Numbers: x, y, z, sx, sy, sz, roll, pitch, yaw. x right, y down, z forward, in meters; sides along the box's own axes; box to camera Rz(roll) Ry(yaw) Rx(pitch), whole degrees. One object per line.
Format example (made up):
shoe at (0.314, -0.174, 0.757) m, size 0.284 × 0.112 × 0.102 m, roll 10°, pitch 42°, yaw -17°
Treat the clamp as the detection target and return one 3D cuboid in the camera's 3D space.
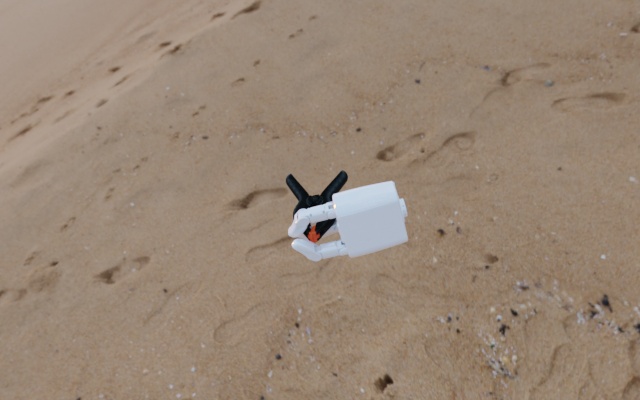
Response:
clamp at (0.000, 0.003, 0.881) m, size 0.120 × 0.171 × 0.039 m, roll -14°, pitch -43°, yaw 4°
